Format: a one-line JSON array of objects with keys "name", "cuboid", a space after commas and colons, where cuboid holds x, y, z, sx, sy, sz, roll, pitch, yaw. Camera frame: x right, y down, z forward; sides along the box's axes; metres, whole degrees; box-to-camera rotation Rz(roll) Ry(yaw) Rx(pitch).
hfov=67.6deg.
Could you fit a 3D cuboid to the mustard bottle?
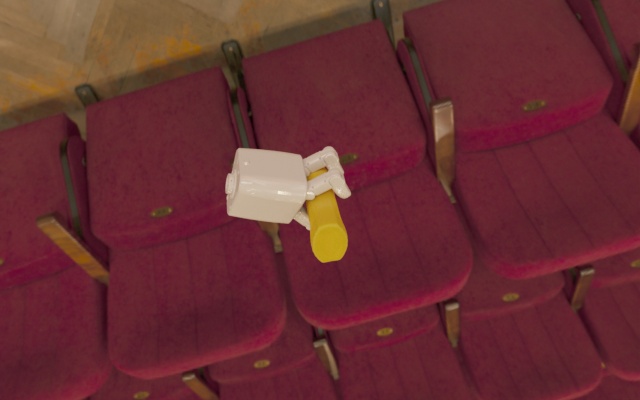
[{"name": "mustard bottle", "cuboid": [0.001, 0.003, 0.805, 0.058, 0.191, 0.096, -11, -43, -2]}]
